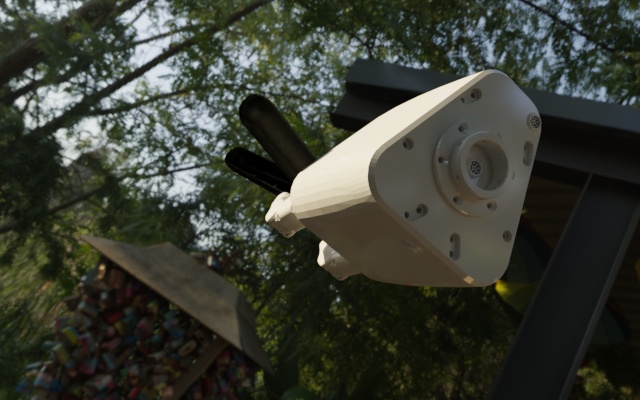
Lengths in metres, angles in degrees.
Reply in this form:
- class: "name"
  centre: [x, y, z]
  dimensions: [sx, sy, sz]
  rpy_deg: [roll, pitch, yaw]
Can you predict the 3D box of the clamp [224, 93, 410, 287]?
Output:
- class: "clamp"
  centre: [0.001, 0.001, 0.421]
  dimensions: [0.210, 0.036, 0.164]
  rpy_deg: [40, -15, -14]
